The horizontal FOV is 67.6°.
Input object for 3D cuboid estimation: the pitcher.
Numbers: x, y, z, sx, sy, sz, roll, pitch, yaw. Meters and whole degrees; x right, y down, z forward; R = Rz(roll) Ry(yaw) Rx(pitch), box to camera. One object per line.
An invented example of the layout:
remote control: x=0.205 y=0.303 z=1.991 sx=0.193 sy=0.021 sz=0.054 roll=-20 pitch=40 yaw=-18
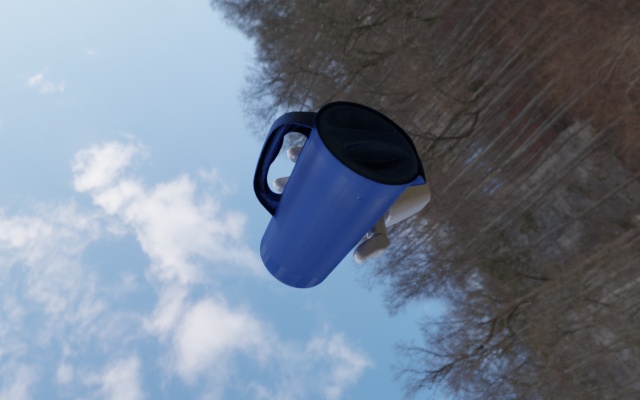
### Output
pitcher: x=0.000 y=0.002 z=0.603 sx=0.145 sy=0.149 sz=0.243 roll=-18 pitch=-29 yaw=-42
